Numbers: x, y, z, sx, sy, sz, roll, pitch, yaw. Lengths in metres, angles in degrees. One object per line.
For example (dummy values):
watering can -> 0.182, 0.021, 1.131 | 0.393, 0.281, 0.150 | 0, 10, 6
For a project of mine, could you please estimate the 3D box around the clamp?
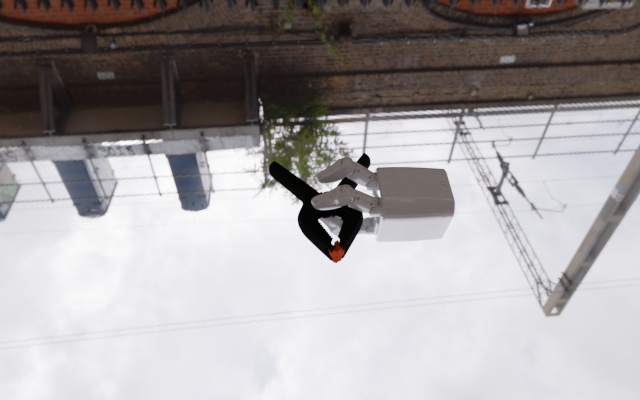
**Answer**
clamp -> 0.000, 0.003, 0.713 | 0.164, 0.209, 0.036 | -2, -45, 1
